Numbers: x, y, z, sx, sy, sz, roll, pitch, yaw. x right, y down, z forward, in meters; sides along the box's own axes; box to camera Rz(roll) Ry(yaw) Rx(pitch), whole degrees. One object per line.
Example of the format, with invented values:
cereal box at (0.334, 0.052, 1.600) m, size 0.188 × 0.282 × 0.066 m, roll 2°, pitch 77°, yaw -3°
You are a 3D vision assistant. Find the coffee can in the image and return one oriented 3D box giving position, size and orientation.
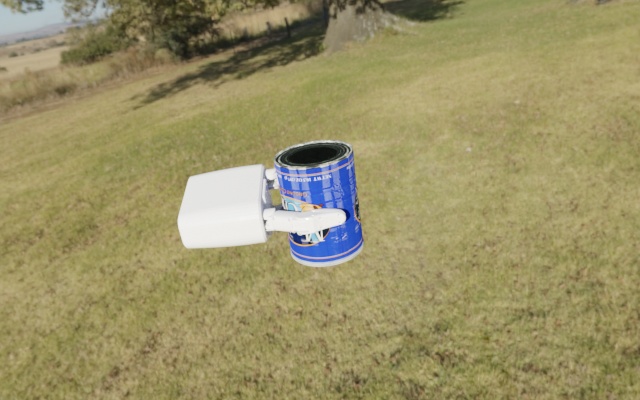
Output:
coffee can at (0.000, 0.002, 0.635) m, size 0.103 × 0.140 × 0.102 m, roll -7°, pitch 24°, yaw 3°
